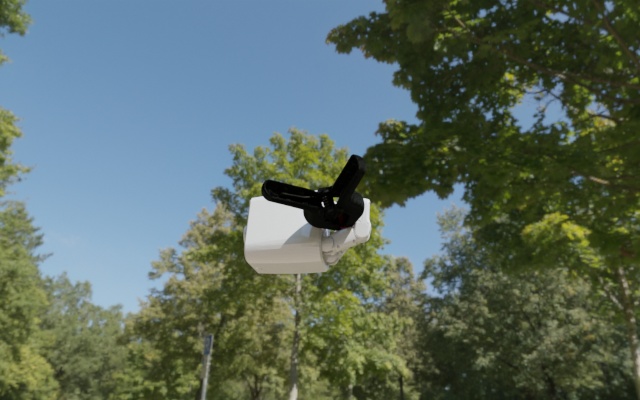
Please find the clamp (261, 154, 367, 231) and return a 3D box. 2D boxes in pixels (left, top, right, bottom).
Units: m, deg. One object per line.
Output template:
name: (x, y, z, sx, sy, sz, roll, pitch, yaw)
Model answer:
clamp: (0.000, 0.001, 0.588, 0.120, 0.039, 0.171, -7, -27, 5)
